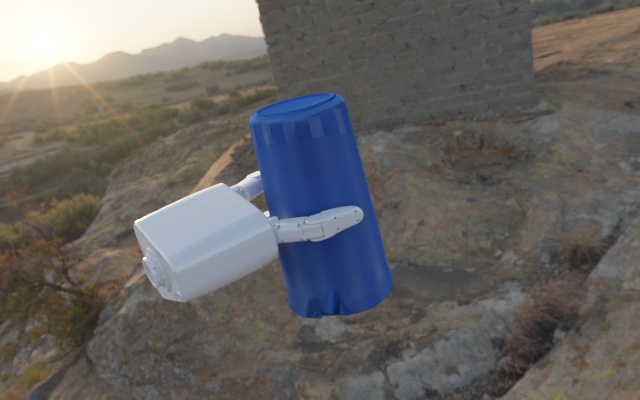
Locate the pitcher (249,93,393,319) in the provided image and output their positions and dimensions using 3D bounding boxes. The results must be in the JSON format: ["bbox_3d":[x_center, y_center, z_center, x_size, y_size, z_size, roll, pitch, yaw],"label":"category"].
[{"bbox_3d":[0.000,0.002,0.567,0.145,0.243,0.149,-25,23,-29],"label":"pitcher"}]
